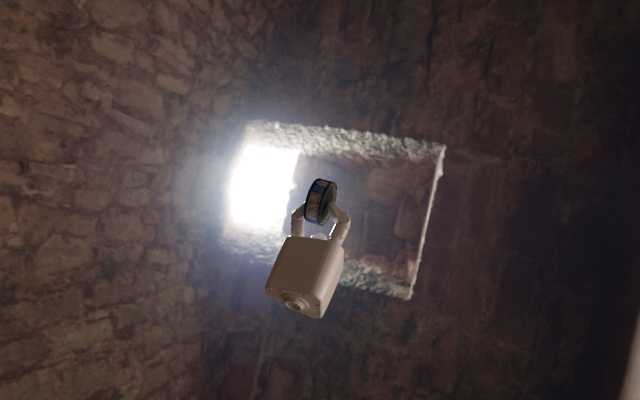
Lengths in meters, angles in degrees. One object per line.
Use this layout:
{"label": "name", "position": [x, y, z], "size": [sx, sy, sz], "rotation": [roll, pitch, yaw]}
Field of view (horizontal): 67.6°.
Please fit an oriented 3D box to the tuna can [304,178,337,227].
{"label": "tuna can", "position": [0.000, 0.003, 0.883], "size": [0.034, 0.086, 0.086], "rotation": [16, 5, 16]}
